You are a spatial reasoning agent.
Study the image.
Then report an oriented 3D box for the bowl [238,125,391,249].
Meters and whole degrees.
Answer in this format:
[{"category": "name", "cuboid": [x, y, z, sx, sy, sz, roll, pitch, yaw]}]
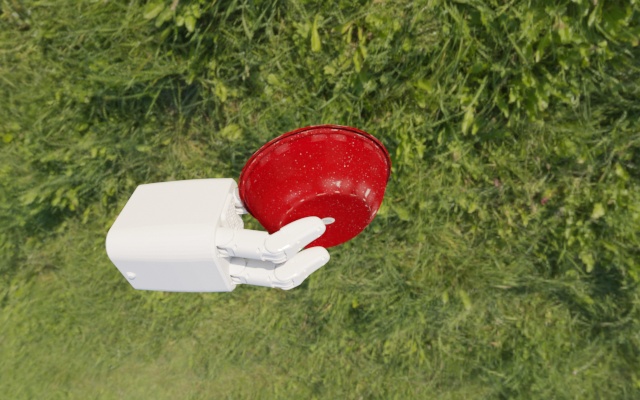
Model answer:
[{"category": "bowl", "cuboid": [0.001, 0.001, 0.482, 0.162, 0.055, 0.162, -9, -38, -7]}]
